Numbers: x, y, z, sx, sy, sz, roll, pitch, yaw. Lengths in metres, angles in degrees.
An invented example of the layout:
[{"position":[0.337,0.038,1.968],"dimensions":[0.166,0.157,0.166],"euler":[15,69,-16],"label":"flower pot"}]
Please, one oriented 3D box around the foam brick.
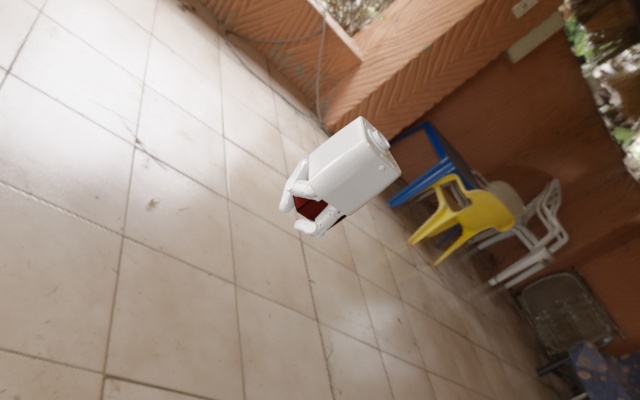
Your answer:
[{"position":[0.000,0.003,0.769],"dimensions":[0.051,0.053,0.078],"euler":[-37,-47,21],"label":"foam brick"}]
